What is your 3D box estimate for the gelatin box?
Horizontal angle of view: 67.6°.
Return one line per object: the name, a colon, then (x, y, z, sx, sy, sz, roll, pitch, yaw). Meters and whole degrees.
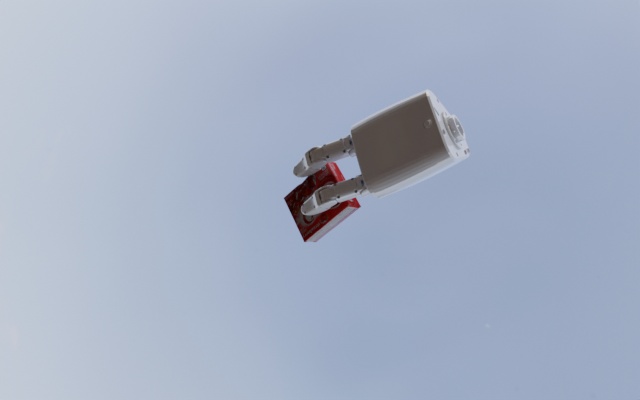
gelatin box: (0.000, 0.002, 0.637, 0.089, 0.073, 0.030, -40, -27, 27)
